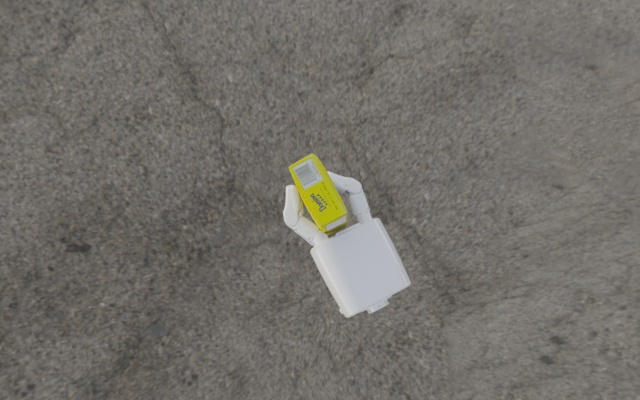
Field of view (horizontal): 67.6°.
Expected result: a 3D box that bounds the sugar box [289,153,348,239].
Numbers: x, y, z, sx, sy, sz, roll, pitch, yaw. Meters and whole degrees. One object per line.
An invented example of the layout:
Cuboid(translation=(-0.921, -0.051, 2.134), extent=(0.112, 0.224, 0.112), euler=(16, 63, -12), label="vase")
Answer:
Cuboid(translation=(0.000, 0.003, 0.692), extent=(0.048, 0.093, 0.176), euler=(-27, -11, -5), label="sugar box")
